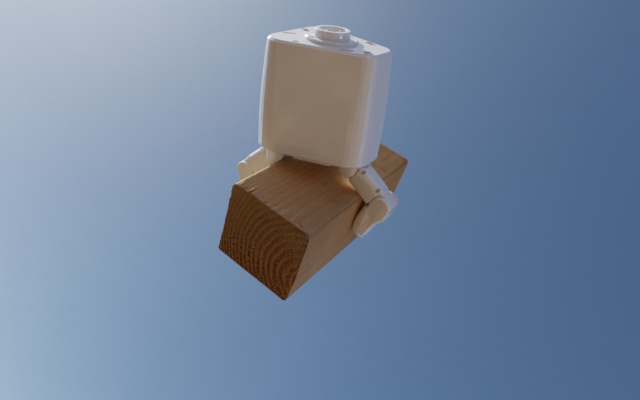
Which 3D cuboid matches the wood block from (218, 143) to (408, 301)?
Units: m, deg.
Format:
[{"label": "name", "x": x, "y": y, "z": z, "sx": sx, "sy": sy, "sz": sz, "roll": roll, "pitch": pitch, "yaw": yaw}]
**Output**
[{"label": "wood block", "x": 0.001, "y": 0.001, "z": 0.515, "sx": 0.091, "sy": 0.090, "sz": 0.206, "roll": 35, "pitch": 38, "yaw": 18}]
